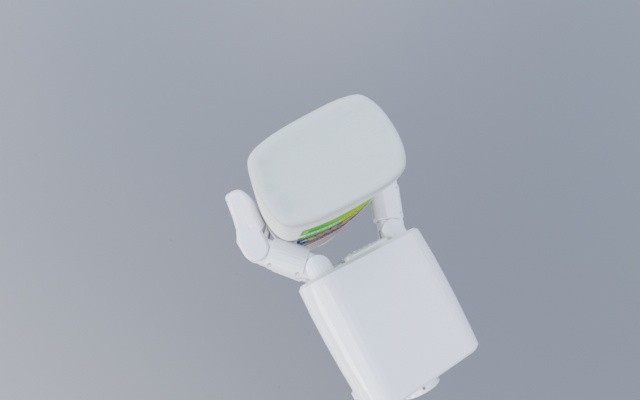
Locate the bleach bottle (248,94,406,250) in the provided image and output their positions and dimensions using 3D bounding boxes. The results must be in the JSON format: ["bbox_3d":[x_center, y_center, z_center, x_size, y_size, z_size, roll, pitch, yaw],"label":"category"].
[{"bbox_3d":[0.000,0.001,0.421,0.102,0.068,0.251,-28,-11,-7],"label":"bleach bottle"}]
